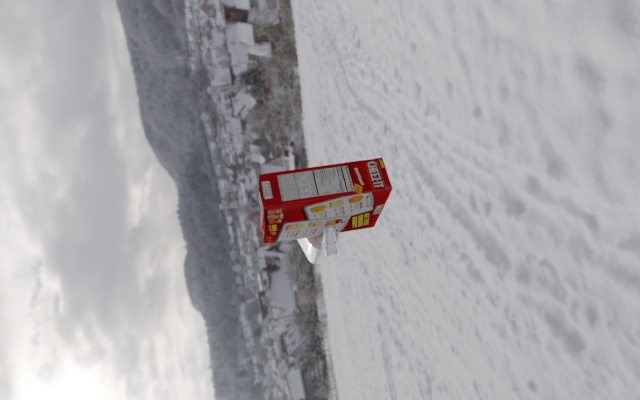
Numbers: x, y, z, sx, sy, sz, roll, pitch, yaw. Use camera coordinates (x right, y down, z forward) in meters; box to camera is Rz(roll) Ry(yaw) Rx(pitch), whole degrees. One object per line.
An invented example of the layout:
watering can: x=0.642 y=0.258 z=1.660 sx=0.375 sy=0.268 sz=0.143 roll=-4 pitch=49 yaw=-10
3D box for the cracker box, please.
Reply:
cracker box: x=0.000 y=0.003 z=0.837 sx=0.213 sy=0.072 sz=0.164 roll=-9 pitch=-24 yaw=-10
